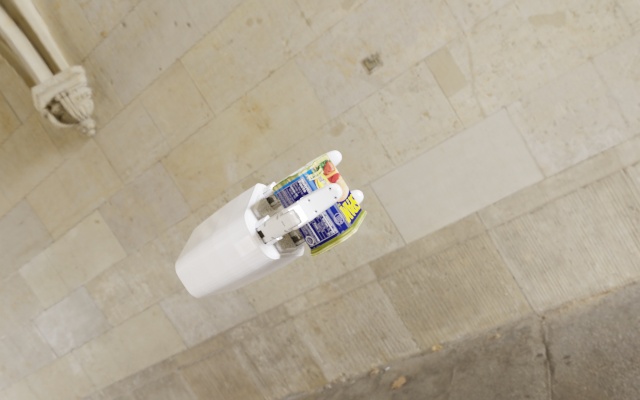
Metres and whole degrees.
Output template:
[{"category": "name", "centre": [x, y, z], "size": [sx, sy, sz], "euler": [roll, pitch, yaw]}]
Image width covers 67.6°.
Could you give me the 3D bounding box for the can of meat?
[{"category": "can of meat", "centre": [0.000, 0.001, 0.520], "size": [0.057, 0.084, 0.102], "euler": [-31, 4, 19]}]
